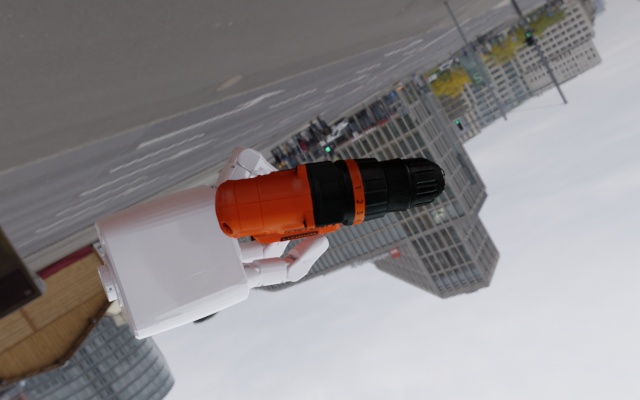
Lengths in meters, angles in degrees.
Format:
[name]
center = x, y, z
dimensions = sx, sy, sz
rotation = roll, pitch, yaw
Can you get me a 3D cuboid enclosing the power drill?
[power drill]
center = 0.000, 0.002, 0.443
dimensions = 0.184, 0.057, 0.188
rotation = -7, -7, -10
